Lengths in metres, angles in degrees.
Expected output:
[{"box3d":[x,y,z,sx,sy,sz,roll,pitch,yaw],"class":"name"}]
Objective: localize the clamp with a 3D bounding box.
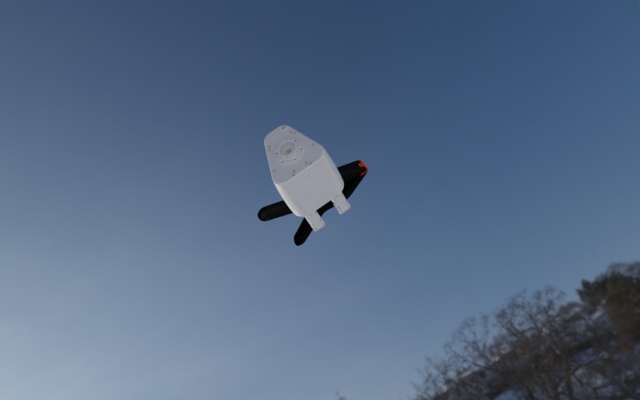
[{"box3d":[0.000,0.002,0.884,0.210,0.036,0.165,-34,-30,-1],"class":"clamp"}]
